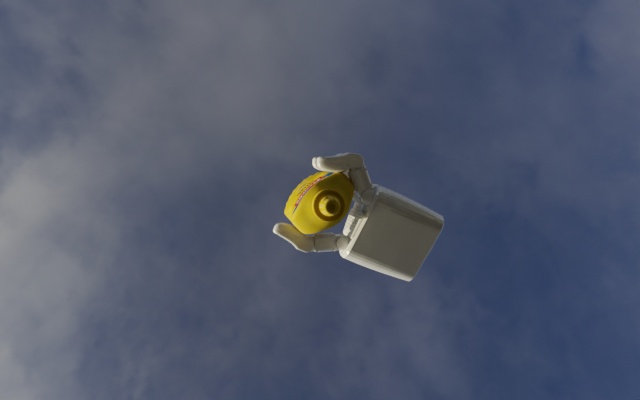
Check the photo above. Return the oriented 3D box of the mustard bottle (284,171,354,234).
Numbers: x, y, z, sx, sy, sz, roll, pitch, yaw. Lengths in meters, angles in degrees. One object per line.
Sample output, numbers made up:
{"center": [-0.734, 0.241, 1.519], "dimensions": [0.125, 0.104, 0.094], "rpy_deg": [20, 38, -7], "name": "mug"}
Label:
{"center": [0.000, 0.002, 0.654], "dimensions": [0.096, 0.058, 0.191], "rpy_deg": [-43, 9, -4], "name": "mustard bottle"}
